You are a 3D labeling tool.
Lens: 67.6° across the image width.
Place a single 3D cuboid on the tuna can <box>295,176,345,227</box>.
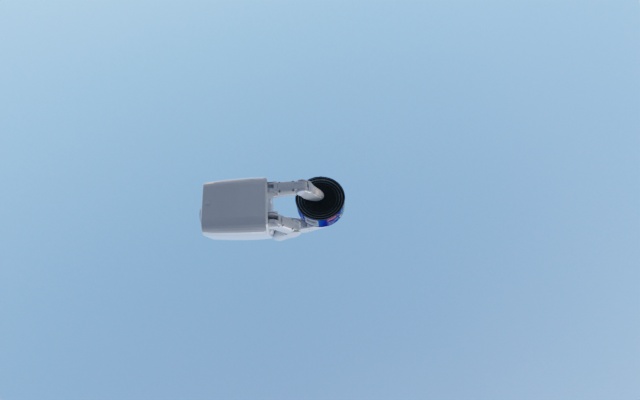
[{"bbox_3d":[0.000,0.003,0.830,0.086,0.086,0.034,0,-29,4],"label":"tuna can"}]
